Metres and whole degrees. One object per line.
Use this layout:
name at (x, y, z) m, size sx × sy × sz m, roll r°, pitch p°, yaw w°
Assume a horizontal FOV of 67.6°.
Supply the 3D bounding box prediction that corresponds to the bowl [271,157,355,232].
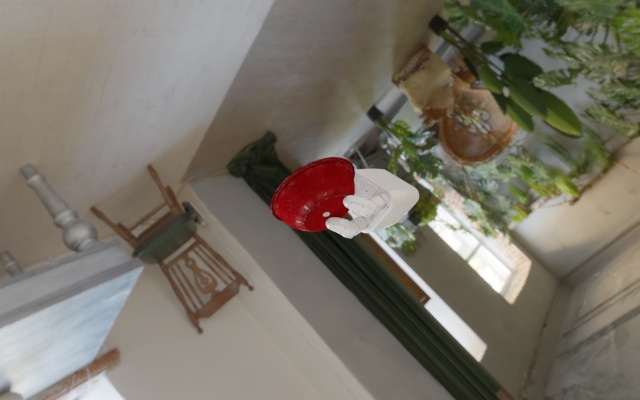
bowl at (-0.001, 0.003, 0.805) m, size 0.162 × 0.055 × 0.162 m, roll -23°, pitch -32°, yaw -15°
